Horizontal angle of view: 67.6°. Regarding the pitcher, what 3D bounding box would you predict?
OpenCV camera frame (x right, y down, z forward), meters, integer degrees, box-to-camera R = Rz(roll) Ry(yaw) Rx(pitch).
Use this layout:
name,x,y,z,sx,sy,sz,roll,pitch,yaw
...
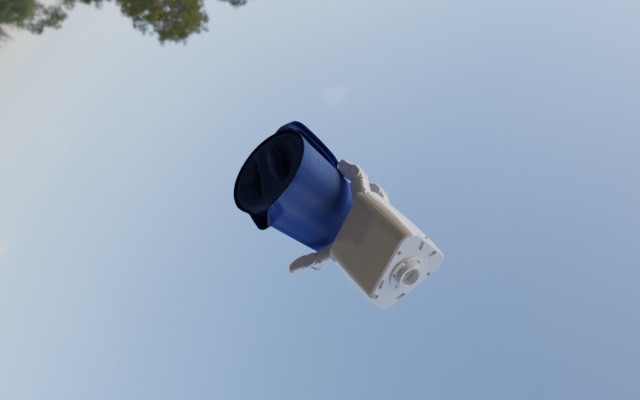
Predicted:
name,x,y,z,sx,sy,sz,roll,pitch,yaw
pitcher,0.000,0.003,0.730,0.243,0.149,0.145,37,4,-39
